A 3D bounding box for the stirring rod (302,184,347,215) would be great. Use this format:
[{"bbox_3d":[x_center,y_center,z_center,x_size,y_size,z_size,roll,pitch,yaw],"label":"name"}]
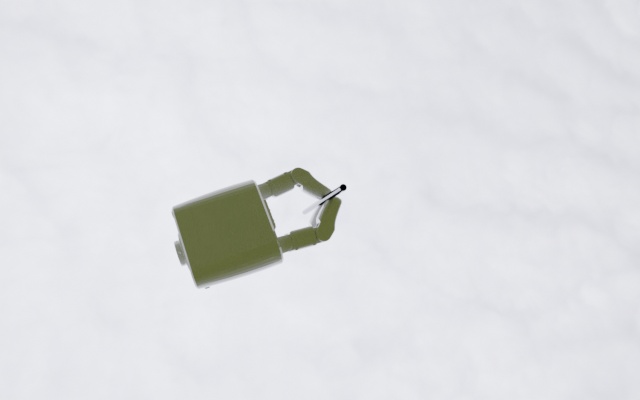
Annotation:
[{"bbox_3d":[0.000,0.002,0.634,0.011,0.011,0.239,0,-8,-12],"label":"stirring rod"}]
